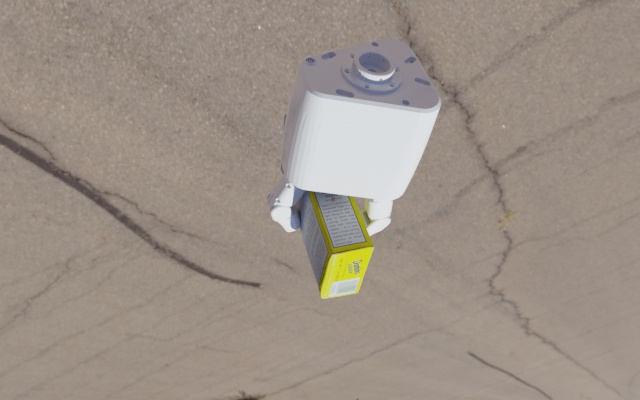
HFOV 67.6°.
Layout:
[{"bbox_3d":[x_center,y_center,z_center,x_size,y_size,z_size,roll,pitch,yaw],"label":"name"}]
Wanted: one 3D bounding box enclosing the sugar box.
[{"bbox_3d":[0.001,0.002,0.491,0.048,0.176,0.093,-7,-35,-13],"label":"sugar box"}]
